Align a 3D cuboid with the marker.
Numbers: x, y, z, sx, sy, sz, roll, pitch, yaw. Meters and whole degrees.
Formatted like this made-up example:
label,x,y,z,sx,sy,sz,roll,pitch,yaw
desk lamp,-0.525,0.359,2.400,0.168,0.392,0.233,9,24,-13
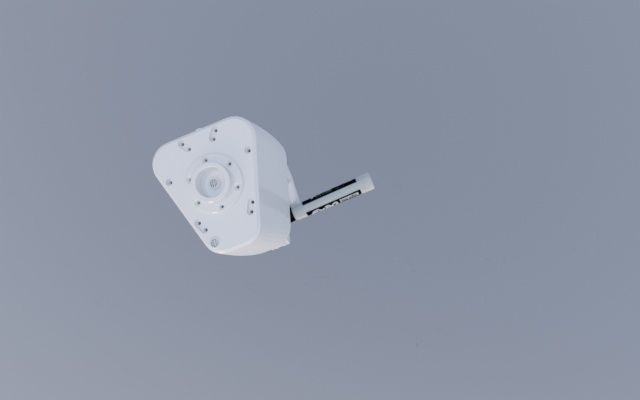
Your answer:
label,x,y,z,sx,sy,sz,roll,pitch,yaw
marker,0.000,0.002,0.523,0.121,0.020,0.020,-23,-2,5
